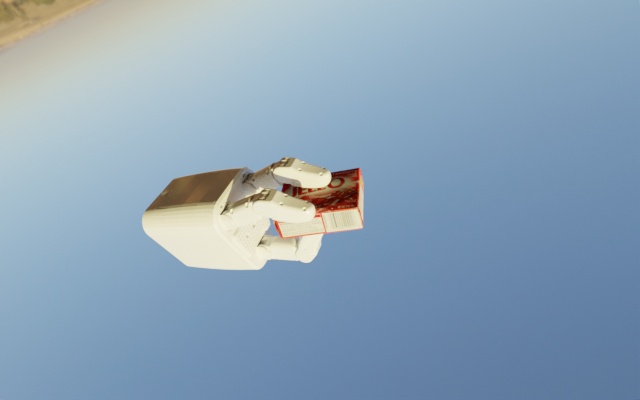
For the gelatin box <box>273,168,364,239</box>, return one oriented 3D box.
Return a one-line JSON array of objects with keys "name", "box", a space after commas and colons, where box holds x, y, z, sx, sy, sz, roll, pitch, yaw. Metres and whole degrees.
[{"name": "gelatin box", "box": [0.001, 0.002, 0.502, 0.089, 0.030, 0.073, -8, 35, 12]}]
